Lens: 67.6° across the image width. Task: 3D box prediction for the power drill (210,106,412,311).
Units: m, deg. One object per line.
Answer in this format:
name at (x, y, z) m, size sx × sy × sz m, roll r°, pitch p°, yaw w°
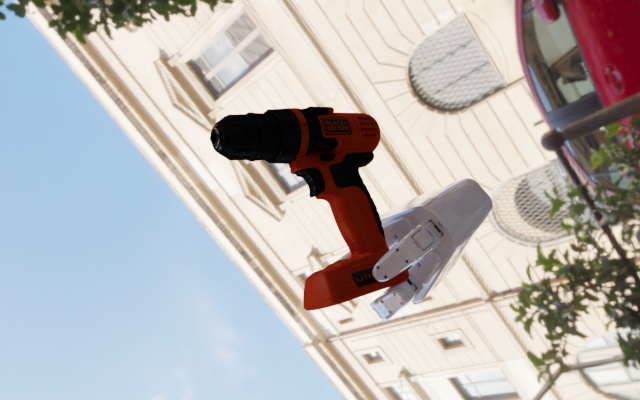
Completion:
power drill at (0.000, 0.002, 0.446) m, size 0.184 × 0.187 × 0.057 m, roll -8°, pitch -11°, yaw -35°
